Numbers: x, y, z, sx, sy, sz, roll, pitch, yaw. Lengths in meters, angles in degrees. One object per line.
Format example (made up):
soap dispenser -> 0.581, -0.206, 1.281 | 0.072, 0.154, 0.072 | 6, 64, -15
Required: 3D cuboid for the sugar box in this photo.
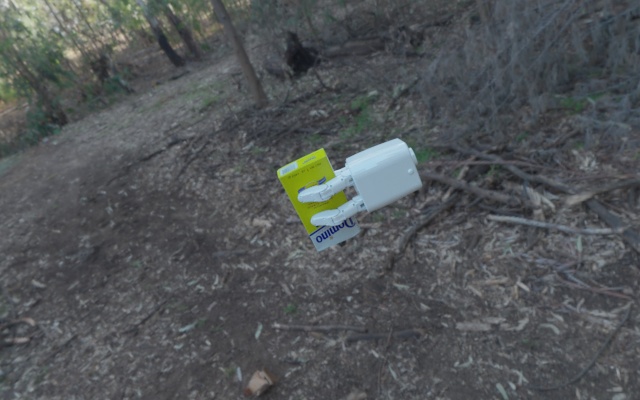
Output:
sugar box -> 0.000, 0.003, 0.872 | 0.093, 0.176, 0.048 | -25, 27, 5
